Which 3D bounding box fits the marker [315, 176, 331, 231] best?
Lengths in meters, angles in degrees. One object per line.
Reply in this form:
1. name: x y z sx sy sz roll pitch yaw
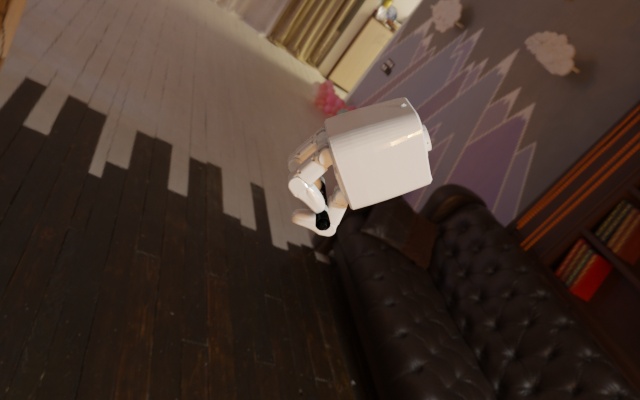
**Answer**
1. marker: 0.000 0.002 0.621 0.020 0.020 0.121 0 29 -4
